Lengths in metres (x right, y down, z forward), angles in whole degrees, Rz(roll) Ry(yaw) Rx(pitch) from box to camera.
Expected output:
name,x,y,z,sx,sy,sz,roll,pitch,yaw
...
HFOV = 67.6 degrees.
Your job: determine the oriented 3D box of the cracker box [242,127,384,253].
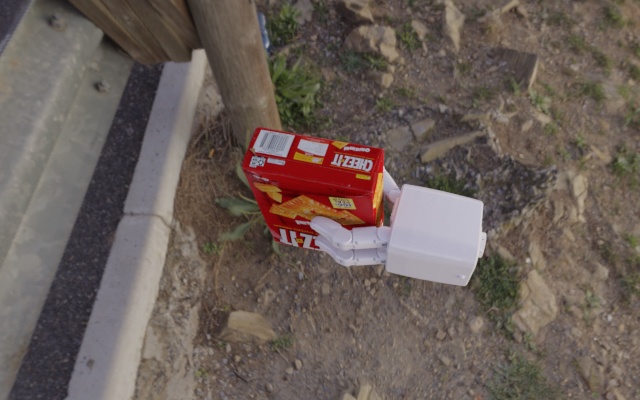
name,x,y,z,sx,sy,sz,roll,pitch,yaw
cracker box,0.000,0.002,0.649,0.164,0.072,0.214,11,-28,13
